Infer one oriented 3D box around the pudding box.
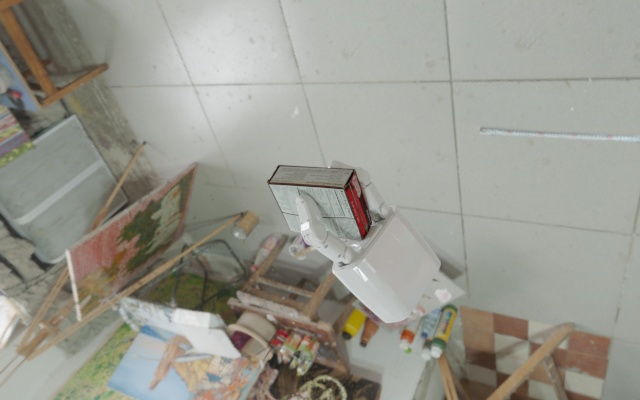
[{"bbox_3d":[0.000,0.002,0.595,0.113,0.090,0.039,4,44,29],"label":"pudding box"}]
